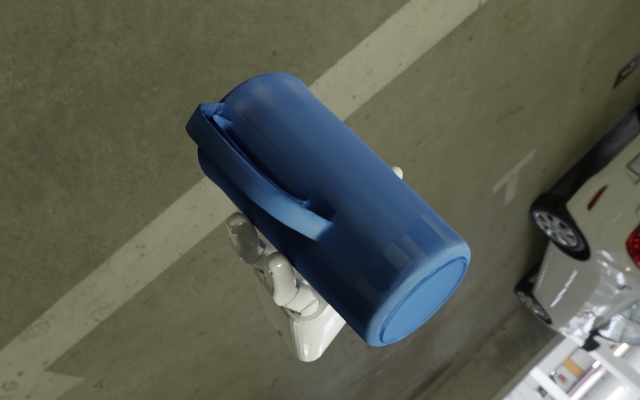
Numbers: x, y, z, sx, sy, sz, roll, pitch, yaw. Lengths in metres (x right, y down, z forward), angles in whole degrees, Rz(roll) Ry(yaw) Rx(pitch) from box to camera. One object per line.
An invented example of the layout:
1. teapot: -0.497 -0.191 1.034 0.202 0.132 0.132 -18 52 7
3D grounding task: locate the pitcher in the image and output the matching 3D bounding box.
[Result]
1. pitcher: 0.000 0.001 0.411 0.149 0.145 0.242 -29 56 -25
